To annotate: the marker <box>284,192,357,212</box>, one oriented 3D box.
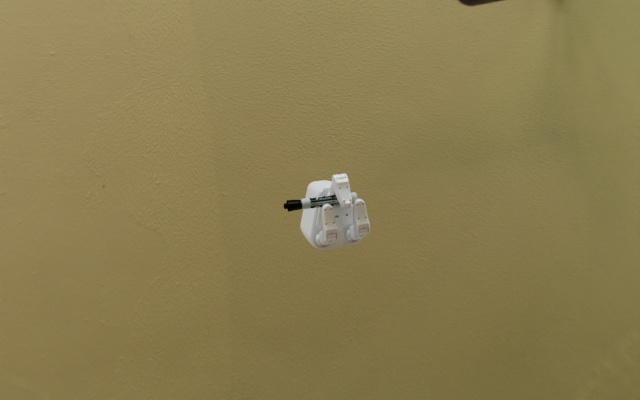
[{"bbox_3d":[0.000,0.003,0.776,0.121,0.020,0.020,-7,2,-13],"label":"marker"}]
